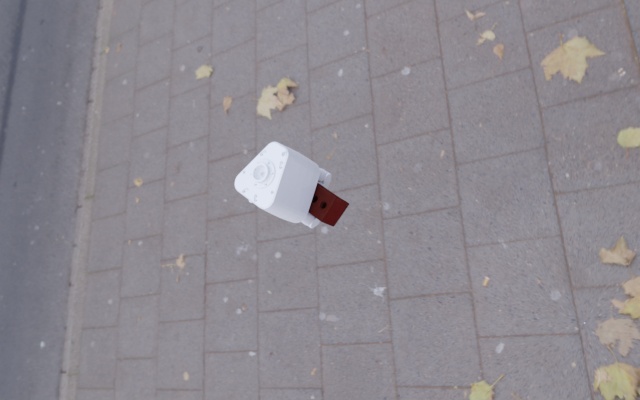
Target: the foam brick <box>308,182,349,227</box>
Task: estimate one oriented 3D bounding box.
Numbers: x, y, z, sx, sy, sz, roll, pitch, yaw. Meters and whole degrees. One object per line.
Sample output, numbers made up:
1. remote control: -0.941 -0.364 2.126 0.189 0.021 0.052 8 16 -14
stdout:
1. foam brick: 0.000 0.003 0.860 0.078 0.053 0.051 34 4 31
